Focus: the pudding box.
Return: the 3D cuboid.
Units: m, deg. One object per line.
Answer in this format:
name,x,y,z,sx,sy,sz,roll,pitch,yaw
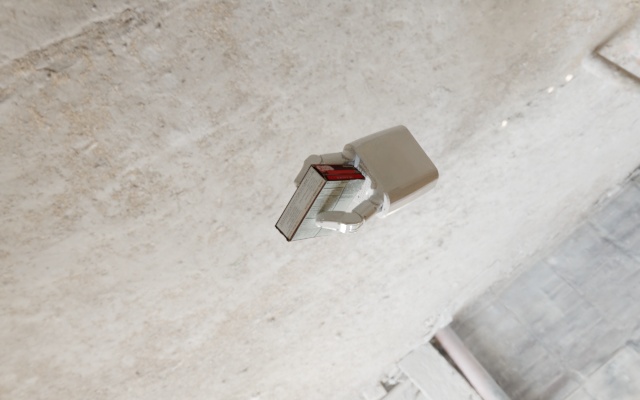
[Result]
pudding box,0.000,0.002,0.659,0.090,0.113,0.039,-4,42,-49
